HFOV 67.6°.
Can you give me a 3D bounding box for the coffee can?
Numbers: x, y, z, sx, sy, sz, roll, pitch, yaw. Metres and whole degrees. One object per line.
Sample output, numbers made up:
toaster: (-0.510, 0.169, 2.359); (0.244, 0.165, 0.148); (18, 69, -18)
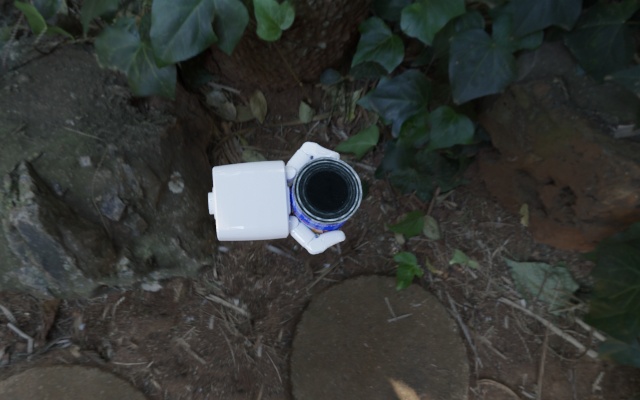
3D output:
coffee can: (0.000, 0.003, 0.756); (0.103, 0.102, 0.140); (0, -15, -9)
